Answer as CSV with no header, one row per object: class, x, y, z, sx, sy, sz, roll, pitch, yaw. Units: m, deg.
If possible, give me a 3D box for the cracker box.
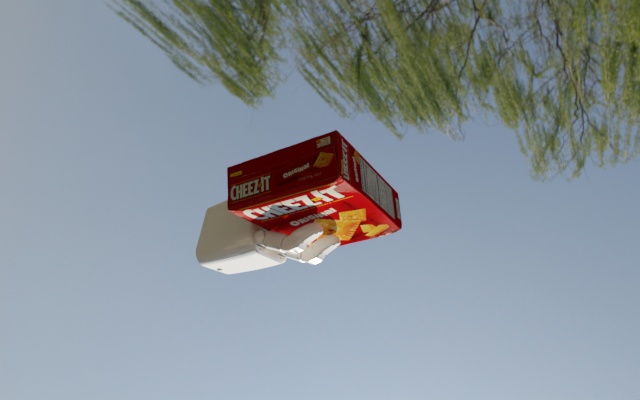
cracker box,0.000,0.002,0.663,0.164,0.072,0.214,-16,-27,24
